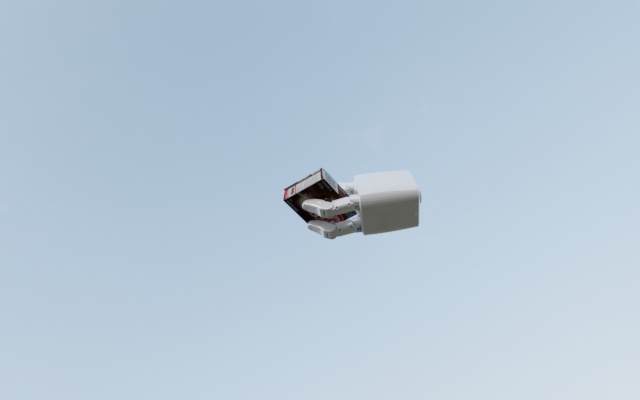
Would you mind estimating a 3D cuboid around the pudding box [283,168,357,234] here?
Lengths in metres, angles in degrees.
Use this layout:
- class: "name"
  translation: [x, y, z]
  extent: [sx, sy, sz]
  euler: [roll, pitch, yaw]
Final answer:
- class: "pudding box"
  translation: [0.000, 0.003, 0.880]
  extent: [0.090, 0.039, 0.113]
  euler: [-29, -55, 21]
